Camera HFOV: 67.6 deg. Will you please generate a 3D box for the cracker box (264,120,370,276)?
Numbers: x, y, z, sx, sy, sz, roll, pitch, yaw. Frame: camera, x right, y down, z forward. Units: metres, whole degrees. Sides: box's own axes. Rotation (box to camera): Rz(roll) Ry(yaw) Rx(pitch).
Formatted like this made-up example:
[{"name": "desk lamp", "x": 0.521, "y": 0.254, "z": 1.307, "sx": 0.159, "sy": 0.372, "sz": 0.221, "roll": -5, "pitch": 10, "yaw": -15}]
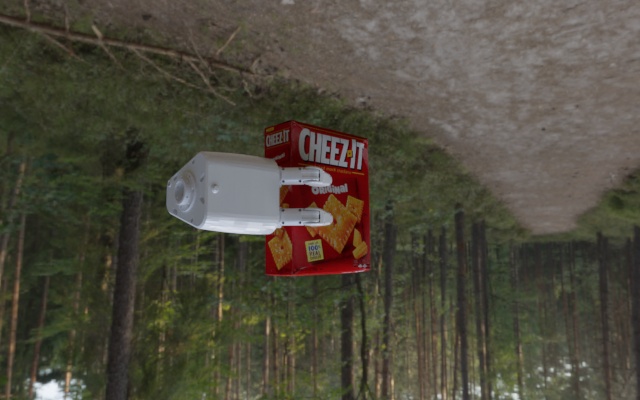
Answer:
[{"name": "cracker box", "x": 0.000, "y": 0.003, "z": 0.714, "sx": 0.164, "sy": 0.213, "sz": 0.072, "roll": 6, "pitch": -9, "yaw": -44}]
